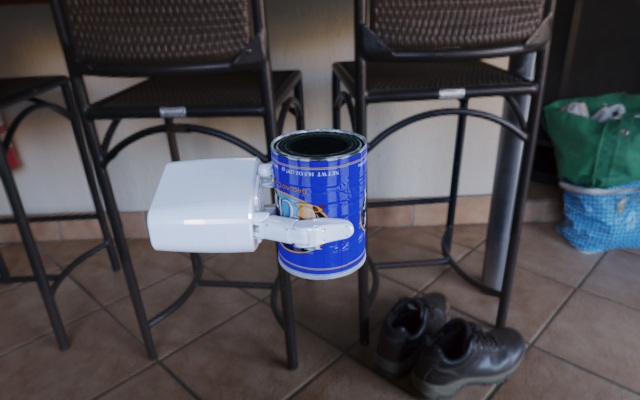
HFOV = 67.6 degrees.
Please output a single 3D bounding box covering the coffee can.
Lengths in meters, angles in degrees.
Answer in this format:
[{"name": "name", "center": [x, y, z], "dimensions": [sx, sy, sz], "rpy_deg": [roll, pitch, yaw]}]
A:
[{"name": "coffee can", "center": [0.000, 0.002, 0.532], "dimensions": [0.103, 0.140, 0.102], "rpy_deg": [-1, 25, 1]}]
